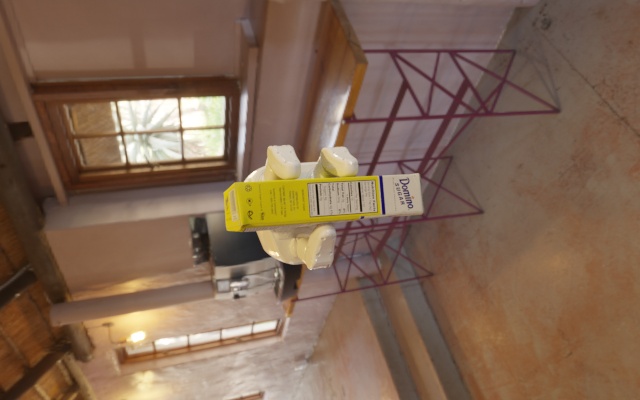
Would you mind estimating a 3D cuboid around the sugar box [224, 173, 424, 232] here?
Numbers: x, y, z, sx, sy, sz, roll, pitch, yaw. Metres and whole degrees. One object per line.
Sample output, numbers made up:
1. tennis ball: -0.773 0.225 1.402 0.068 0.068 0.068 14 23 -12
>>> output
1. sugar box: 0.000 0.001 0.466 0.176 0.048 0.093 -6 -2 -18
